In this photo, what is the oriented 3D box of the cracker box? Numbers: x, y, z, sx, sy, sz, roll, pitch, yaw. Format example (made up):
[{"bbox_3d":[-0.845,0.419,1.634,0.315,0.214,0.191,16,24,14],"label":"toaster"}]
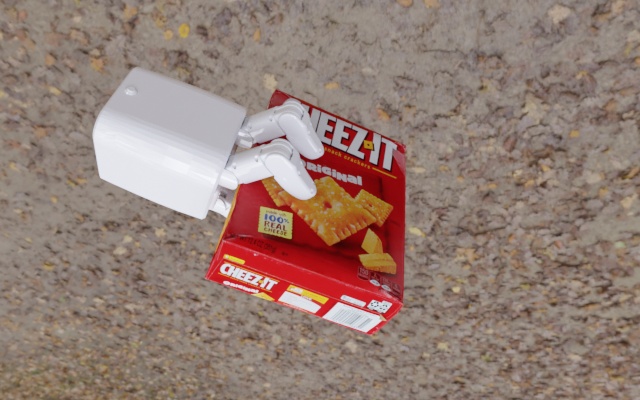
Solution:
[{"bbox_3d":[0.000,0.002,0.471,0.164,0.213,0.072,22,-44,-12],"label":"cracker box"}]
